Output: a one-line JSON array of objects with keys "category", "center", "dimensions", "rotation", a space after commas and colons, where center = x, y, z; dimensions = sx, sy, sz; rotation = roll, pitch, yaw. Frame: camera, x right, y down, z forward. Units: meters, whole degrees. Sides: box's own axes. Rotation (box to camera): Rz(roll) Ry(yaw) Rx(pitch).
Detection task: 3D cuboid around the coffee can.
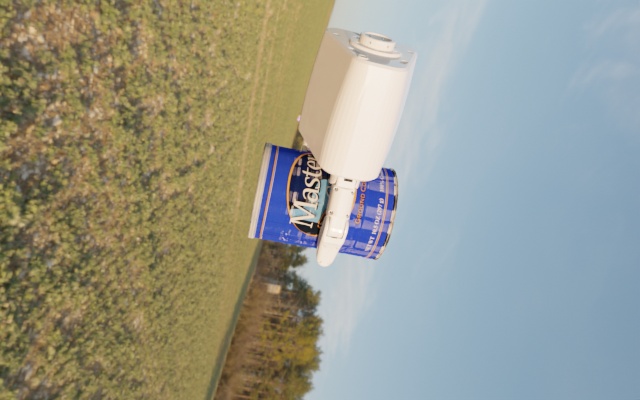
[{"category": "coffee can", "center": [0.000, 0.002, 0.514], "dimensions": [0.140, 0.103, 0.103], "rotation": [11, -2, -7]}]
